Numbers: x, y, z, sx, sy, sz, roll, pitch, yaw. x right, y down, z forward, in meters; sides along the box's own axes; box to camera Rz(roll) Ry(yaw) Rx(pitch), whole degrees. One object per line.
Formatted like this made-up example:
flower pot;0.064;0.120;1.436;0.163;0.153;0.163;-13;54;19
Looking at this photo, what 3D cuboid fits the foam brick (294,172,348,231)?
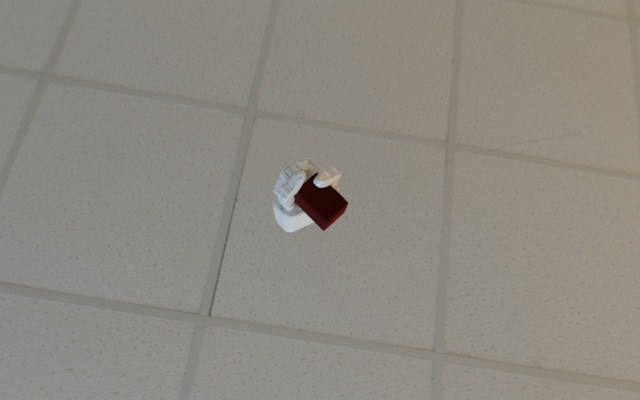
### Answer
foam brick;0.000;0.003;0.799;0.053;0.078;0.051;-41;-12;-17
